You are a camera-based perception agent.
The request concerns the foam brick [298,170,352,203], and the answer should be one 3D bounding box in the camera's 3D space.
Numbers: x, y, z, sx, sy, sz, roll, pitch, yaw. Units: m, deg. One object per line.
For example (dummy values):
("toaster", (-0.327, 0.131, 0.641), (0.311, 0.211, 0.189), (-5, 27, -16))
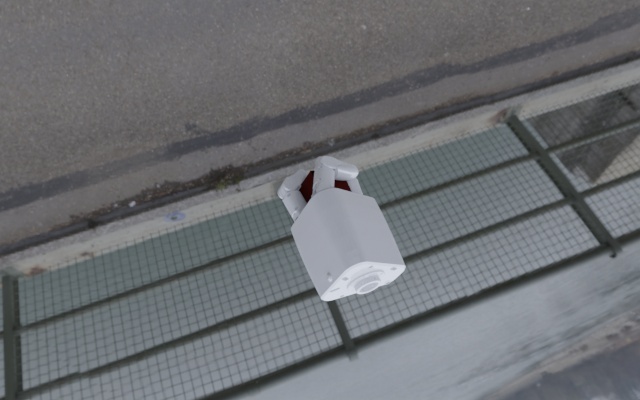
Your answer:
("foam brick", (0.000, 0.002, 0.652), (0.053, 0.051, 0.078), (-2, -36, -34))
